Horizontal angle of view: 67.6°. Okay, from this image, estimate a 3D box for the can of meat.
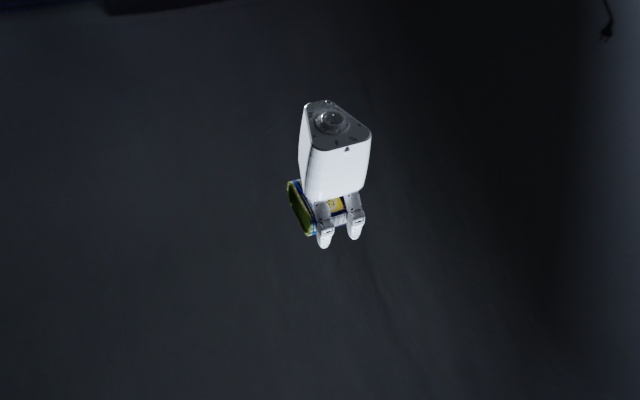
[{"bbox_3d":[0.000,0.003,0.795,0.084,0.102,0.057,-17,-33,-19],"label":"can of meat"}]
